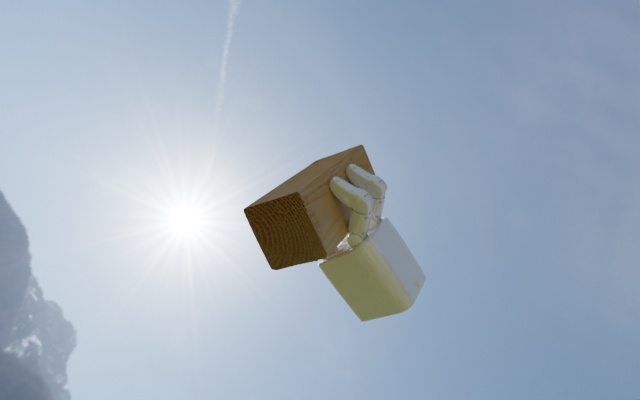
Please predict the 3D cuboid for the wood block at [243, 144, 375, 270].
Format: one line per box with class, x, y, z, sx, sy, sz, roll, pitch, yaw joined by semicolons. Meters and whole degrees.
wood block;0.000;0.003;0.659;0.091;0.090;0.206;-18;12;32
